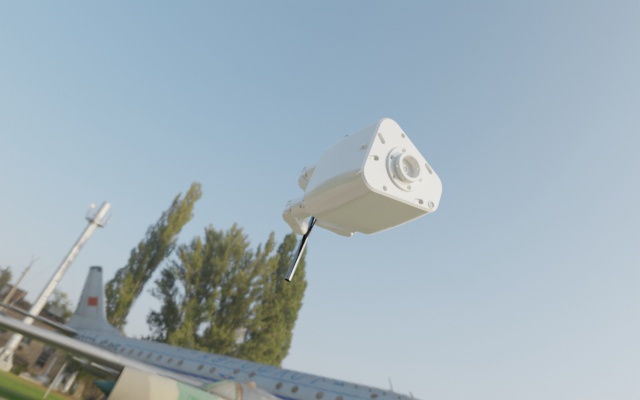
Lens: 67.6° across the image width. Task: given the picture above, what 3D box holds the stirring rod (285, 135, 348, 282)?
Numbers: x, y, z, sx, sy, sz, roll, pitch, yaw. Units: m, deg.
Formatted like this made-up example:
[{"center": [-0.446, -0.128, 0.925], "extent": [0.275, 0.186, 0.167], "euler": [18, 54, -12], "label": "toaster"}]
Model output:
[{"center": [0.000, 0.002, 0.649], "extent": [0.011, 0.239, 0.011], "euler": [17, -30, 10], "label": "stirring rod"}]
